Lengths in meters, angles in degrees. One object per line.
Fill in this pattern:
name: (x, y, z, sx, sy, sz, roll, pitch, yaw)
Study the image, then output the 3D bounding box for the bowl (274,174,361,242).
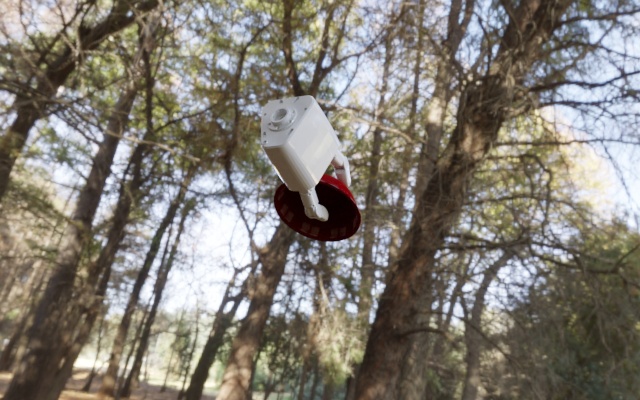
bowl: (0.000, 0.003, 0.862, 0.162, 0.162, 0.055, 0, 44, 23)
